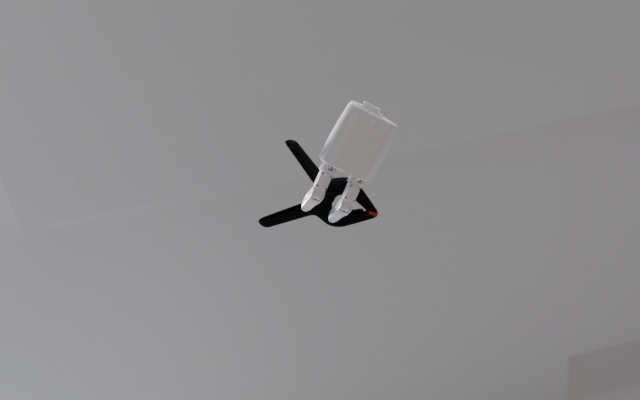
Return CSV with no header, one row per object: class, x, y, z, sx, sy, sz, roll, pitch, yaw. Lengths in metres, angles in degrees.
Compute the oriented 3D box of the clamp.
clamp,0.001,0.003,0.858,0.210,0.164,0.036,23,17,-17
